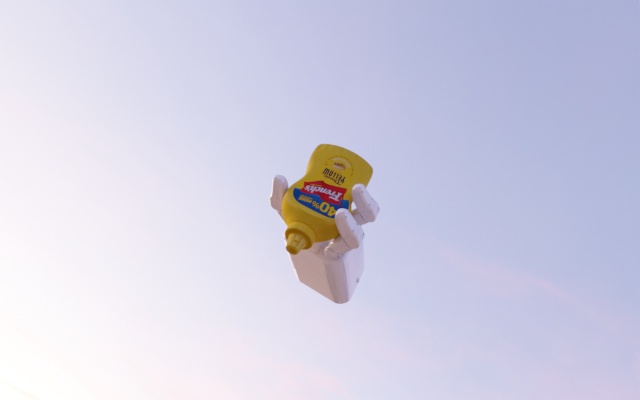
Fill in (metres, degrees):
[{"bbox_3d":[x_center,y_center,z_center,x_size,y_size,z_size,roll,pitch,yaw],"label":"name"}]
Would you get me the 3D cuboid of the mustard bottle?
[{"bbox_3d":[0.000,0.002,0.672,0.096,0.191,0.058,27,-40,5],"label":"mustard bottle"}]
